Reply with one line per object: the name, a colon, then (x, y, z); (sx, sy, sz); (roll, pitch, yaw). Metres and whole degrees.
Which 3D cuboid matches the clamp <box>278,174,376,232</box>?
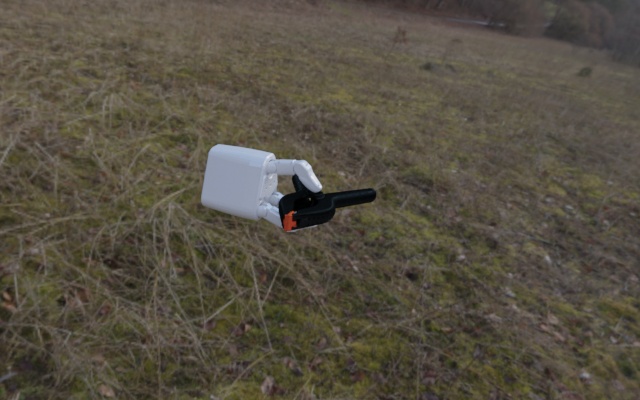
clamp: (0.000, 0.002, 0.805); (0.164, 0.036, 0.210); (10, 23, 13)
